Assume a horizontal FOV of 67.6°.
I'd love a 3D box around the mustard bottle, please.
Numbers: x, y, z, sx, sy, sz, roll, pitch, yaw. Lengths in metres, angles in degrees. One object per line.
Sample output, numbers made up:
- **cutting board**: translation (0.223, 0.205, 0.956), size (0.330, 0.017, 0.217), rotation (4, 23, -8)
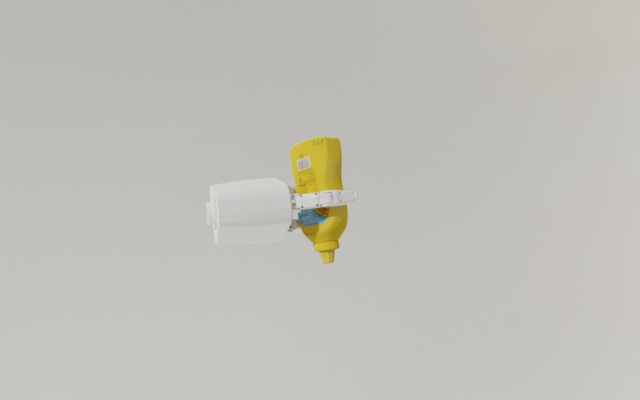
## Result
- **mustard bottle**: translation (0.000, 0.002, 0.748), size (0.058, 0.191, 0.096), rotation (-2, -7, -41)
